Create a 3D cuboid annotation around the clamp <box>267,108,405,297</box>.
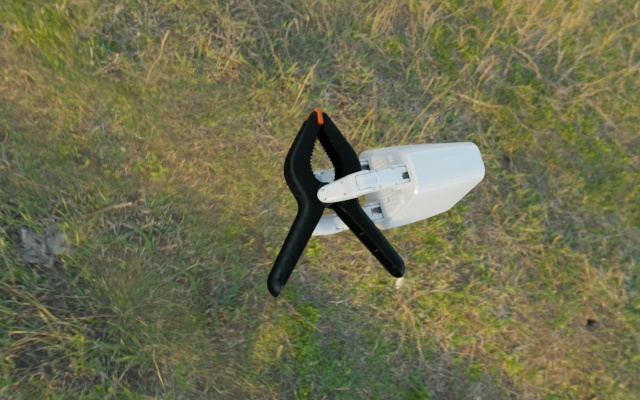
[{"bbox_3d":[0.000,0.001,0.530,0.164,0.210,0.036,-11,-8,-27],"label":"clamp"}]
